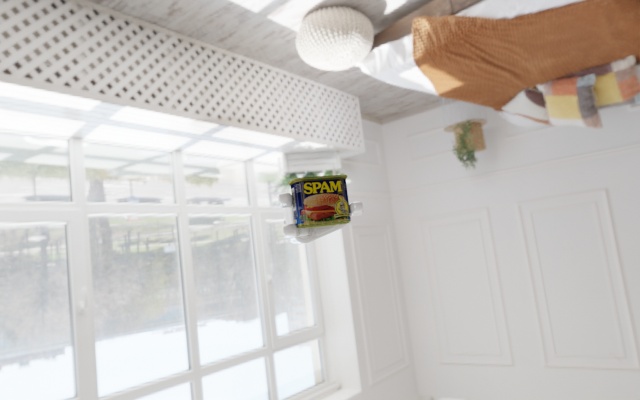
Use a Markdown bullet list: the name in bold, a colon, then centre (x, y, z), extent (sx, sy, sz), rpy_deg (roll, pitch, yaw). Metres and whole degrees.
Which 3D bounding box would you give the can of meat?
- **can of meat**: centre (0.000, 0.003, 0.835), extent (0.102, 0.084, 0.057), rpy_deg (-5, -7, -18)
